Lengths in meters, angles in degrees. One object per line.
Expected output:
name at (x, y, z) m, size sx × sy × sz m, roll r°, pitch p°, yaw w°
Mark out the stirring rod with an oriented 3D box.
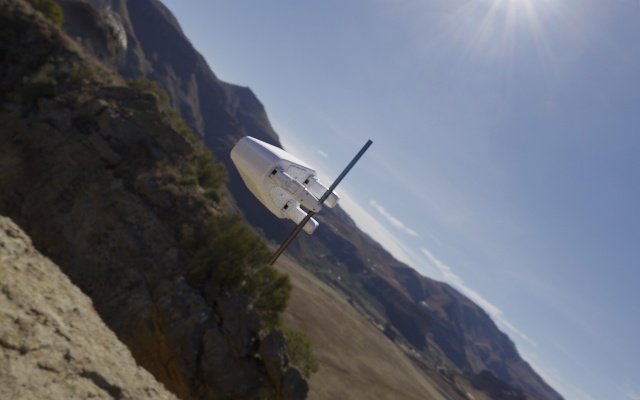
stirring rod at (0.000, 0.002, 0.716) m, size 0.011 × 0.239 × 0.011 m, roll 39°, pitch -3°, yaw 3°
